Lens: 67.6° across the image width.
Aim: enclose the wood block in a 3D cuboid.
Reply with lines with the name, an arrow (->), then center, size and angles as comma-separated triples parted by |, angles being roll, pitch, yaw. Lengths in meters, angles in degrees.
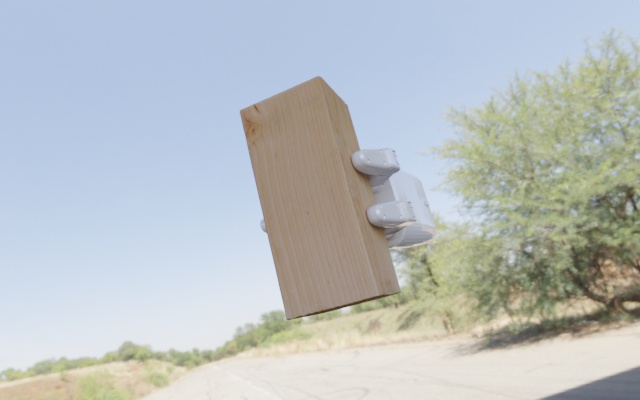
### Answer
wood block -> 0.000, 0.002, 0.468 | 0.091, 0.206, 0.090 | -20, -15, 18
